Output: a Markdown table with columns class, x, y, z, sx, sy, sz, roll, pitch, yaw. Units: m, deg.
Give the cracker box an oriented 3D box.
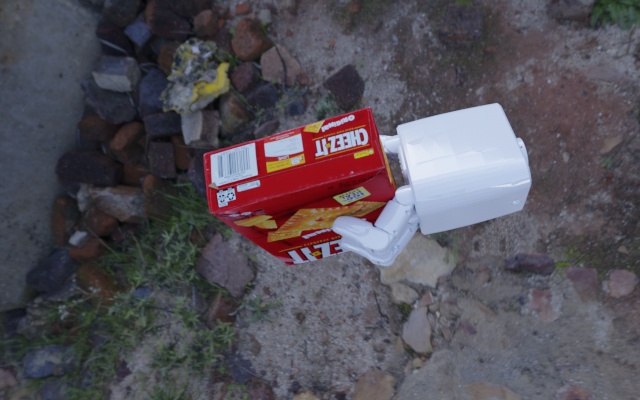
| class | x | y | z | sx | sy | sz | roll | pitch | yaw |
| --- | --- | --- | --- | --- | --- | --- | --- | --- | --- |
| cracker box | 0.000 | 0.001 | 0.511 | 0.164 | 0.072 | 0.214 | -14 | -24 | 11 |
